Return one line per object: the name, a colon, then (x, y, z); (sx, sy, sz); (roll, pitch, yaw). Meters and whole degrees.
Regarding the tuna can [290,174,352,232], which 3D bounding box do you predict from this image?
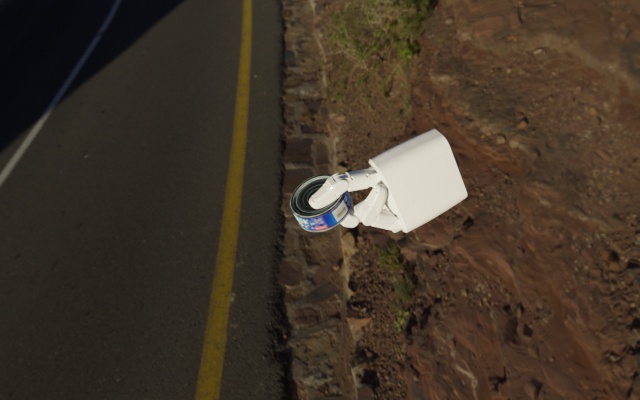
tuna can: (0.000, 0.002, 0.689); (0.086, 0.086, 0.034); (0, -40, 29)
